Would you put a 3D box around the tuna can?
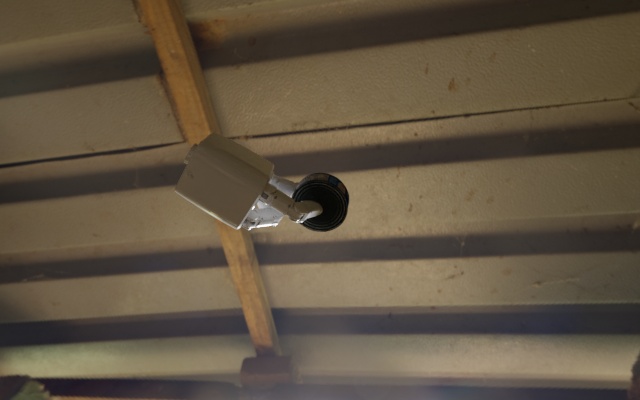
[{"bbox_3d":[0.000,0.002,0.717,0.086,0.086,0.033,0,28,10],"label":"tuna can"}]
